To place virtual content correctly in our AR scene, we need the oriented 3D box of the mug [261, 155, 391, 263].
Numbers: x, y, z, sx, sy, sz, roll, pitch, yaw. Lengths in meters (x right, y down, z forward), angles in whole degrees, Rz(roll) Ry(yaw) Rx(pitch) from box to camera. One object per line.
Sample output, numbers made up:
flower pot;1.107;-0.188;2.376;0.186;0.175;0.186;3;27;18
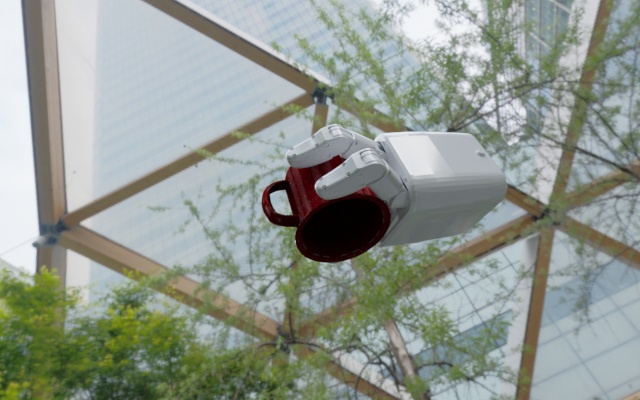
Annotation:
mug;-0.001;0.002;0.466;0.117;0.093;0.081;-3;45;-18
